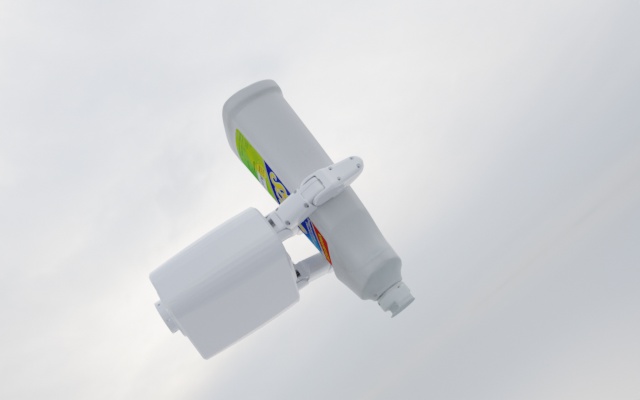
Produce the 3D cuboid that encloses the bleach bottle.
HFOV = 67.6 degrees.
[{"bbox_3d":[0.000,0.002,0.462,0.068,0.250,0.103,-32,-22,-18],"label":"bleach bottle"}]
